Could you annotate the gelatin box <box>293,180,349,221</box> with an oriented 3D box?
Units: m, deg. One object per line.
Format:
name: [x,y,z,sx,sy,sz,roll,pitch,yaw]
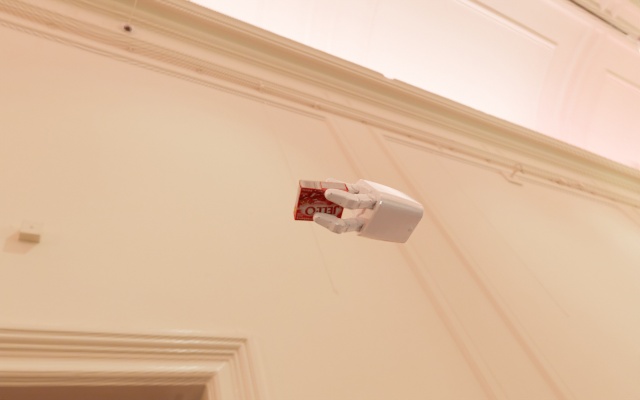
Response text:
gelatin box: [0.000,0.003,0.865,0.089,0.073,0.030,4,35,-13]
